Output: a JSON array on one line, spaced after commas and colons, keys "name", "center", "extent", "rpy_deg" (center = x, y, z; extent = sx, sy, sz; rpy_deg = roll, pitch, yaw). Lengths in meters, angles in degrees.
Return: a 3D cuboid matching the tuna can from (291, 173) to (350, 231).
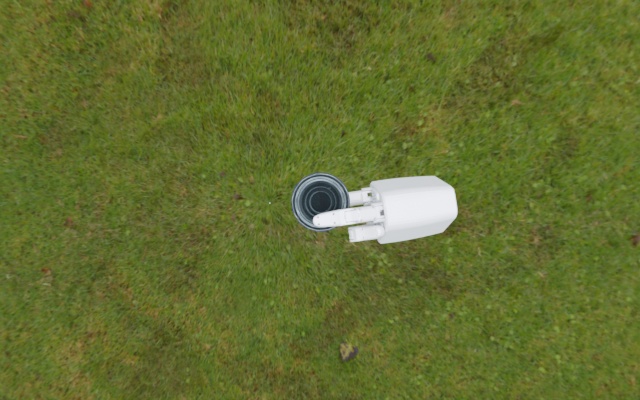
[{"name": "tuna can", "center": [0.000, 0.002, 0.697], "extent": [0.086, 0.086, 0.034], "rpy_deg": [0, 1, -1]}]
